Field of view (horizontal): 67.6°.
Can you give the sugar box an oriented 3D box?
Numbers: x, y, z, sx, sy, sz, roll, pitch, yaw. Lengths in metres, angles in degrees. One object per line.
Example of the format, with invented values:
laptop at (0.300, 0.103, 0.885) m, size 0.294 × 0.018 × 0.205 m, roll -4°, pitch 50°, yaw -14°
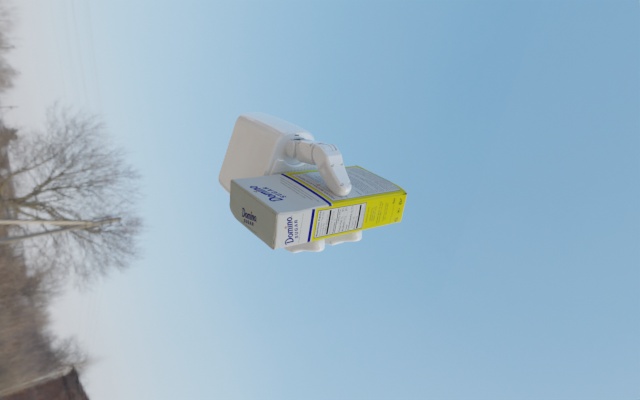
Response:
sugar box at (0.000, 0.002, 0.520) m, size 0.176 × 0.048 × 0.093 m, roll -11°, pitch 29°, yaw -35°
